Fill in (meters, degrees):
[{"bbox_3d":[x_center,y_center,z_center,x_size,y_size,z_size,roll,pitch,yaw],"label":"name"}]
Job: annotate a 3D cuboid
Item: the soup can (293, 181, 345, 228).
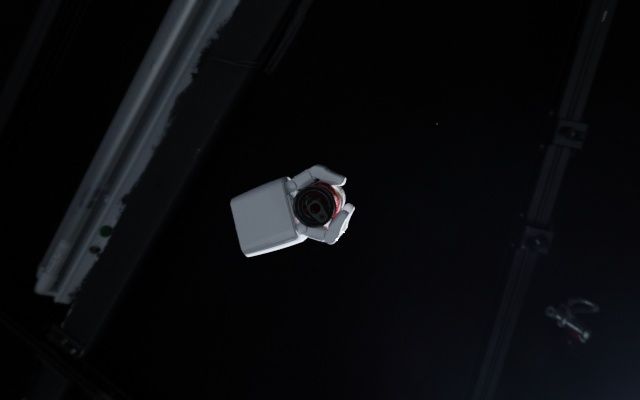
[{"bbox_3d":[0.001,0.002,0.798,0.068,0.068,0.102,0,9,14],"label":"soup can"}]
